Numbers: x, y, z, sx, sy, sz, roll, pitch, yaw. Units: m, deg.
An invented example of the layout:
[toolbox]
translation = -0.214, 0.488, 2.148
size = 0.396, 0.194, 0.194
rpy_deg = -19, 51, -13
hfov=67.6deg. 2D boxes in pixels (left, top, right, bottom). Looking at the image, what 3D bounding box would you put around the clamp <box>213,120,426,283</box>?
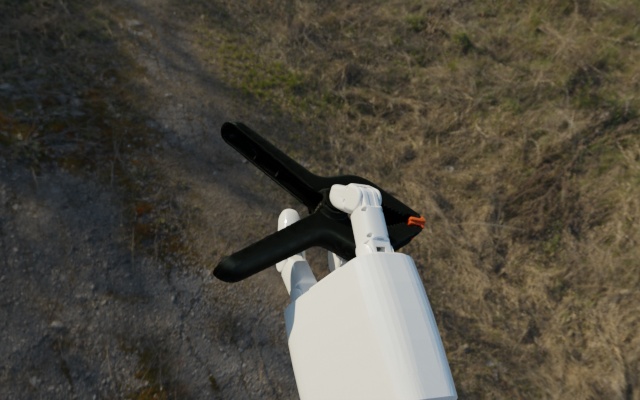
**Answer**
[clamp]
translation = 0.001, 0.001, 0.441
size = 0.210, 0.164, 0.036
rpy_deg = 6, -37, -26
